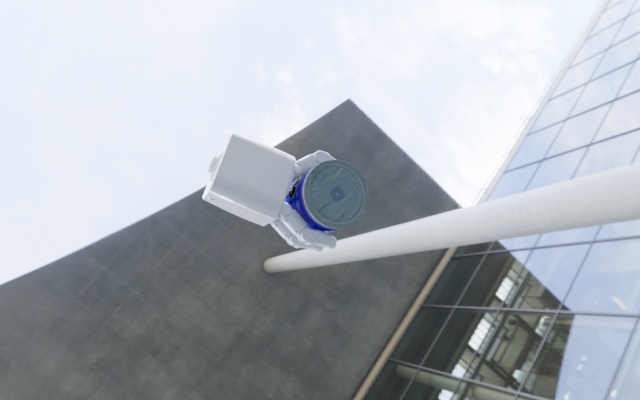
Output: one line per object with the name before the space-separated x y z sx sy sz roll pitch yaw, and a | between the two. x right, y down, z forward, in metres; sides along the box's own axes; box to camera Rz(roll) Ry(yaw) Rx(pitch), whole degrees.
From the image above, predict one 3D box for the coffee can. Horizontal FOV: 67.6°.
coffee can | 0.000 0.002 0.754 0.103 0.103 0.140 0 -10 -21
